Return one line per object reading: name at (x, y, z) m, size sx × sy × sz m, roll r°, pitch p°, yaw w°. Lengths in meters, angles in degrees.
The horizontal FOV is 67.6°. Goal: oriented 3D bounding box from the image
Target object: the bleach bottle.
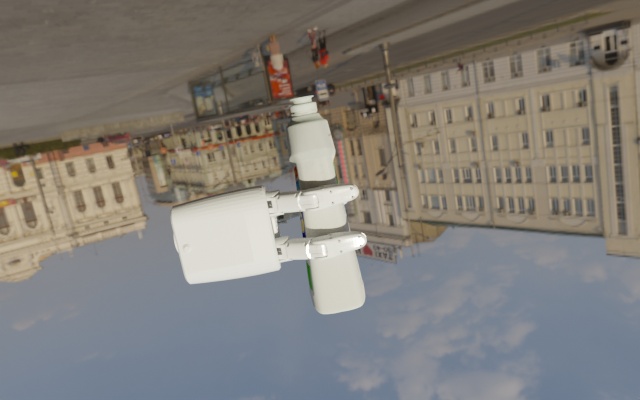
bleach bottle at (0.000, 0.002, 0.577) m, size 0.068 × 0.251 × 0.102 m, roll -11°, pitch 11°, yaw -2°
